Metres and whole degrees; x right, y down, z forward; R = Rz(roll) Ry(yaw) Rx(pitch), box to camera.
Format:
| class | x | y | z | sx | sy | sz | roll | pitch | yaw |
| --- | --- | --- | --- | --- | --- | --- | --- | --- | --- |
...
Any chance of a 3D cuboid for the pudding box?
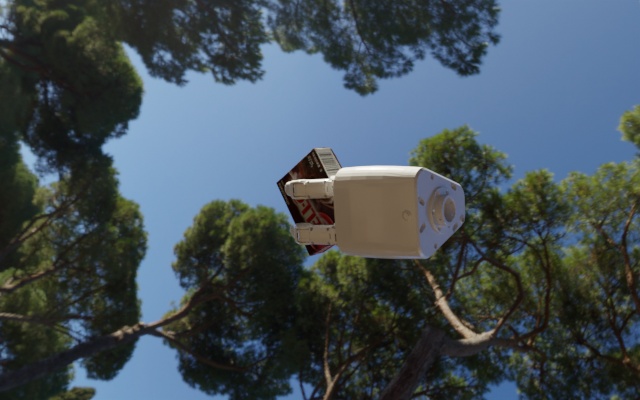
| class | x | y | z | sx | sy | sz | roll | pitch | yaw |
| --- | --- | --- | --- | --- | --- | --- | --- | --- | --- |
| pudding box | 0.000 | 0.002 | 0.611 | 0.039 | 0.113 | 0.090 | -9 | -22 | -45 |
